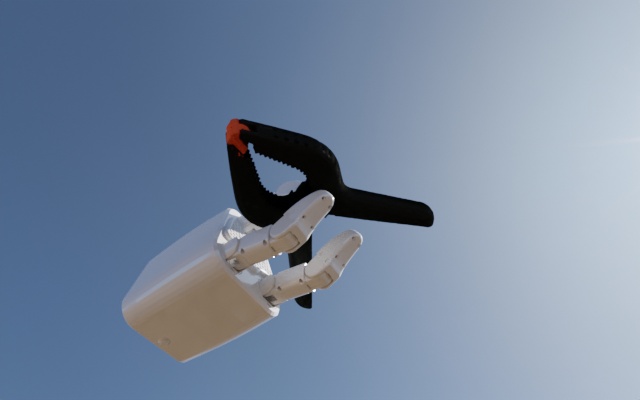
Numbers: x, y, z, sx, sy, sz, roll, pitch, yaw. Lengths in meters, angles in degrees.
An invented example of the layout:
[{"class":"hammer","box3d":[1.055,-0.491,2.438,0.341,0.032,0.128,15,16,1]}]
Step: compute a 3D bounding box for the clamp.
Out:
[{"class":"clamp","box3d":[-0.001,0.001,0.427,0.164,0.210,0.036,-31,35,8]}]
